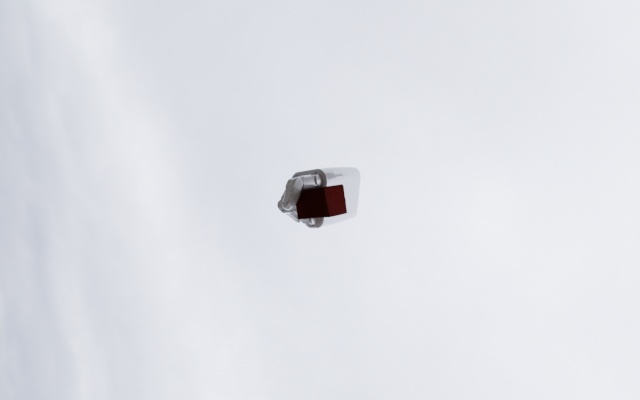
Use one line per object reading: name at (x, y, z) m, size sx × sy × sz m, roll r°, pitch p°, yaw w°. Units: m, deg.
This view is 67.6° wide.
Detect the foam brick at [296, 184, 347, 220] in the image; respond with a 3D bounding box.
foam brick at (0.000, 0.003, 0.836) m, size 0.051 × 0.053 × 0.078 m, roll -9°, pitch 3°, yaw -45°
